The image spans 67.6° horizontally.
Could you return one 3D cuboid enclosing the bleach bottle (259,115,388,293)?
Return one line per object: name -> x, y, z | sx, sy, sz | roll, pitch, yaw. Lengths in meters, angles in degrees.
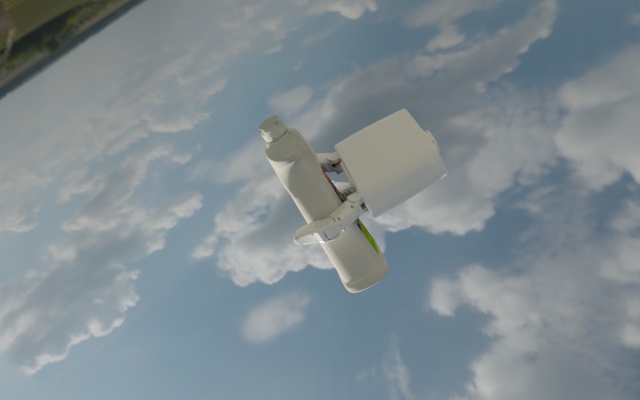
bleach bottle -> 0.000, 0.002, 0.620 | 0.068, 0.251, 0.102 | -30, 30, 6
